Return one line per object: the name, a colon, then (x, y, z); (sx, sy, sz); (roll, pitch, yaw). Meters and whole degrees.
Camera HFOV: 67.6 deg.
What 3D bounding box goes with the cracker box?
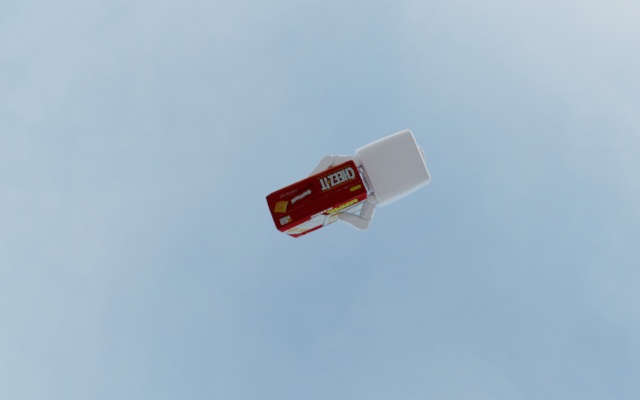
cracker box: (0.000, 0.003, 0.892); (0.164, 0.072, 0.214); (-24, -9, 1)
